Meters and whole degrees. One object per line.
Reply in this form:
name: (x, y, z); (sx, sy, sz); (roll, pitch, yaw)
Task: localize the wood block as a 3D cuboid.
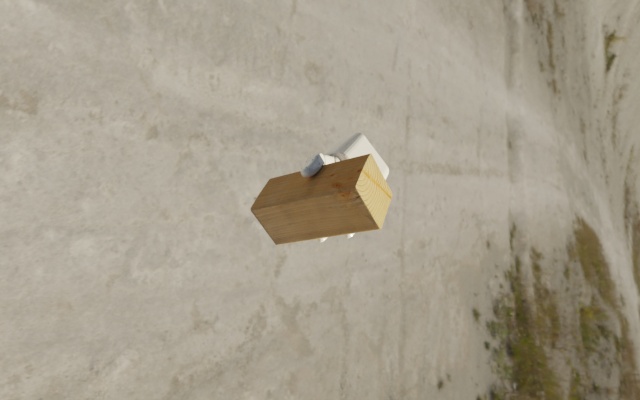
wood block: (0.000, 0.002, 0.792); (0.206, 0.091, 0.090); (-12, 34, 33)
